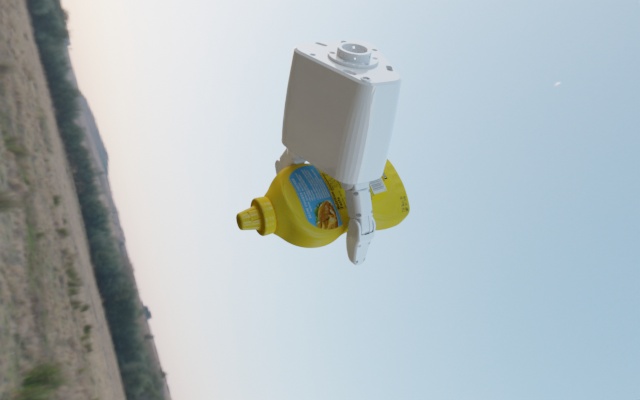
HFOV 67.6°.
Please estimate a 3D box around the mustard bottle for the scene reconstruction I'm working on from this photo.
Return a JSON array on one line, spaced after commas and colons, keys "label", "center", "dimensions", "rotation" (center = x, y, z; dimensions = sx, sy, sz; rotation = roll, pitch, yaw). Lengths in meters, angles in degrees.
[{"label": "mustard bottle", "center": [0.000, 0.002, 0.528], "dimensions": [0.191, 0.096, 0.058], "rotation": [-13, -23, -27]}]
